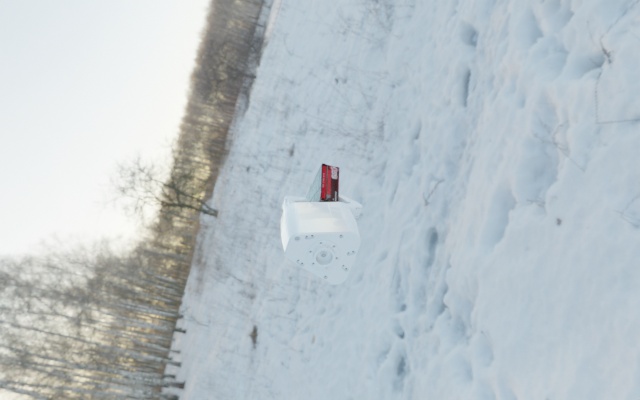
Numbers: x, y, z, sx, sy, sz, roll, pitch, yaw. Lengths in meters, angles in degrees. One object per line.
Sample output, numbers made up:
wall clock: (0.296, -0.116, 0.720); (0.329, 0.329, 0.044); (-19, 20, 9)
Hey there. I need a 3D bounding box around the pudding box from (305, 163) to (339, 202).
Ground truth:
pudding box: (0.000, 0.003, 0.866); (0.039, 0.090, 0.114); (16, -42, -13)
